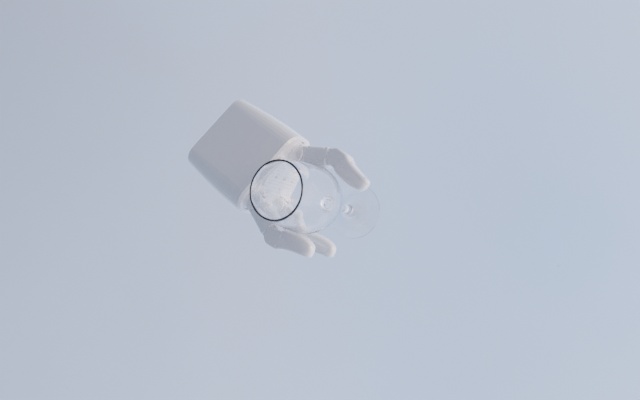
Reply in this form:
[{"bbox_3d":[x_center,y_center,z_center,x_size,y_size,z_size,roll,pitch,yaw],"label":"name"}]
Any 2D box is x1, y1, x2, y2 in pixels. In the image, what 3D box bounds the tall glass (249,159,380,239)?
[{"bbox_3d":[0.001,0.002,0.553,0.079,0.079,0.201,0,-7,26],"label":"tall glass"}]
